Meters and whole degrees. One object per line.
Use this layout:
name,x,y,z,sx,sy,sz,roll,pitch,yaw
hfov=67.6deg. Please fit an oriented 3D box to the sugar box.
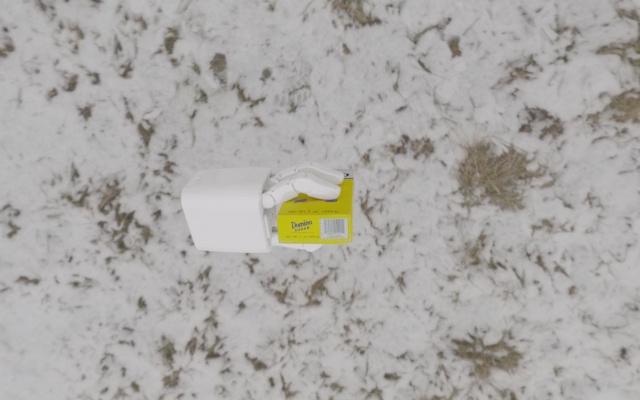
sugar box,0.000,0.002,0.657,0.093,0.048,0.176,0,24,5
